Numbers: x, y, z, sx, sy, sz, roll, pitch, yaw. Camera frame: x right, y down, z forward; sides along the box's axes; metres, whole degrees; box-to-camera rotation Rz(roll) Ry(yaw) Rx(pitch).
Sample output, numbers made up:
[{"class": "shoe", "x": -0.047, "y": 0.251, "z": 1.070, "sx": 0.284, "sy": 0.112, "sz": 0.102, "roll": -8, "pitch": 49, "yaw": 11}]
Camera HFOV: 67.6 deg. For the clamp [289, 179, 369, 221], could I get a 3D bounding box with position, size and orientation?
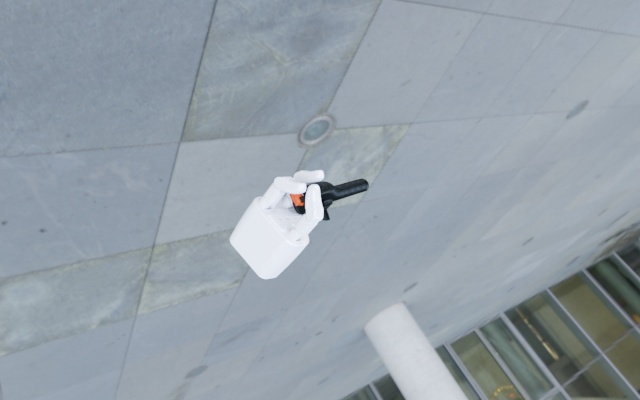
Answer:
[{"class": "clamp", "x": 0.000, "y": 0.003, "z": 0.855, "sx": 0.171, "sy": 0.039, "sz": 0.120, "roll": -2, "pitch": -39, "yaw": -46}]
